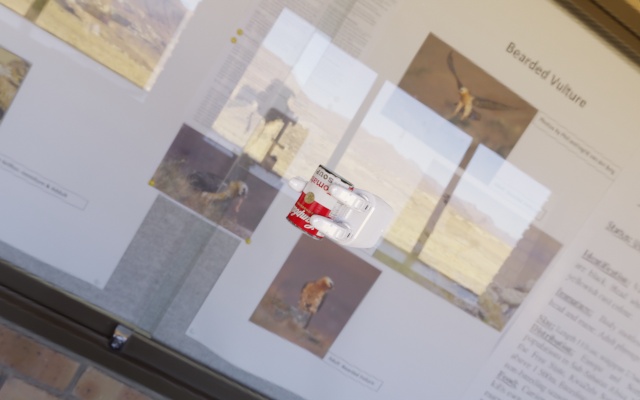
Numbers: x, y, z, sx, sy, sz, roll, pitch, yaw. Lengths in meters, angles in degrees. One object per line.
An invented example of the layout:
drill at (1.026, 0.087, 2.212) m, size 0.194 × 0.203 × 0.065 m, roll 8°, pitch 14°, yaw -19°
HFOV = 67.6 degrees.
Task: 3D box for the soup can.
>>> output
soup can at (0.000, 0.002, 0.756) m, size 0.068 × 0.102 × 0.068 m, roll 32°, pitch 6°, yaw -4°
